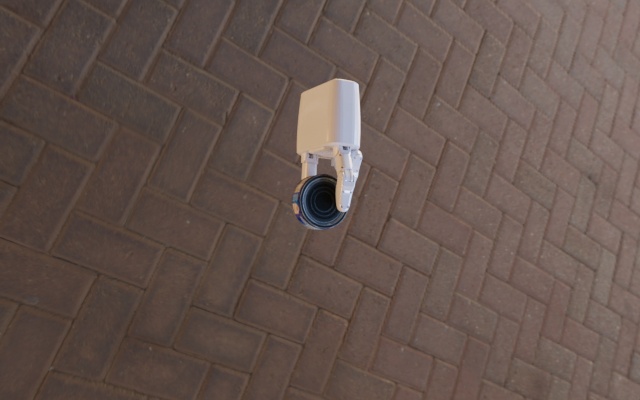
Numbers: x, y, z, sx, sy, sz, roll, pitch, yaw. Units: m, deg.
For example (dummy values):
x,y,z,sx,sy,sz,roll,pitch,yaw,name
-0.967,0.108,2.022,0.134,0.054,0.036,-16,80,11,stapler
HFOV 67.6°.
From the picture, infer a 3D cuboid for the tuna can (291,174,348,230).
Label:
x,y,z,sx,sy,sz,roll,pitch,yaw,name
0.000,0.002,0.736,0.086,0.086,0.034,0,-3,-25,tuna can
